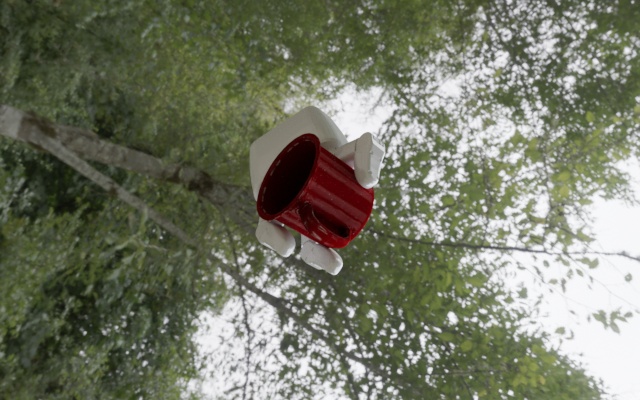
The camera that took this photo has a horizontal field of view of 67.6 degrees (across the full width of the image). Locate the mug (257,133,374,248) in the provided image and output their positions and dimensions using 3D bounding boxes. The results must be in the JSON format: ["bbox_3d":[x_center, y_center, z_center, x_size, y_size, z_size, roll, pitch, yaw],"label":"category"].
[{"bbox_3d":[0.001,0.002,0.455,0.081,0.093,0.117,32,21,-29],"label":"mug"}]
